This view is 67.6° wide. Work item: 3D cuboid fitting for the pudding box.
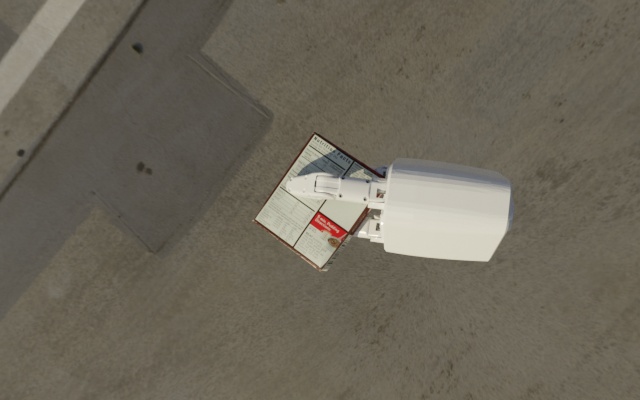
[{"bbox_3d":[0.000,0.002,0.483,0.090,0.113,0.039,36,-1,11],"label":"pudding box"}]
